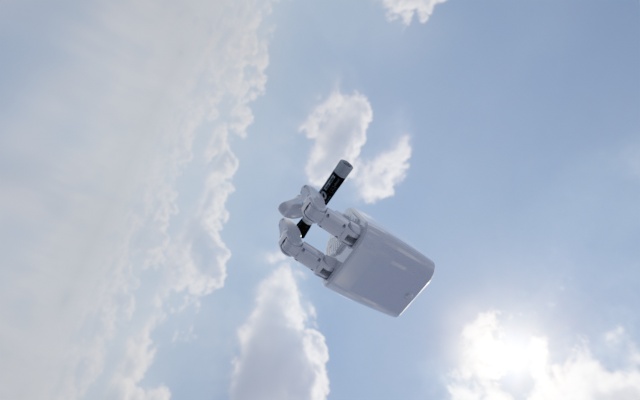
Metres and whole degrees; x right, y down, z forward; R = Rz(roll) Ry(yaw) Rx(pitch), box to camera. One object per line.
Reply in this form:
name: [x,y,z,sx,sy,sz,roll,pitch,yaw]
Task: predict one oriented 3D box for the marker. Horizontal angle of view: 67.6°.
marker: [0.000,0.002,0.588,0.020,0.121,0.020,28,25,-14]
